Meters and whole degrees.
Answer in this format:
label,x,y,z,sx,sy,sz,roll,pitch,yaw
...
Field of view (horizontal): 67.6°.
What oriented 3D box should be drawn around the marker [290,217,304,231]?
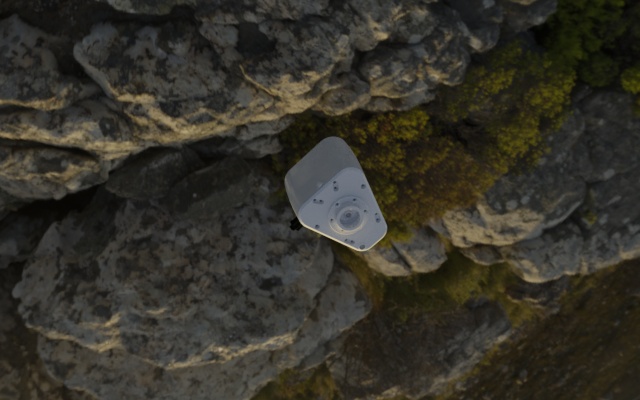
label,x,y,z,sx,sy,sz,roll,pitch,yaw
marker,0.000,0.002,0.709,0.121,0.020,0.020,-43,-9,10
